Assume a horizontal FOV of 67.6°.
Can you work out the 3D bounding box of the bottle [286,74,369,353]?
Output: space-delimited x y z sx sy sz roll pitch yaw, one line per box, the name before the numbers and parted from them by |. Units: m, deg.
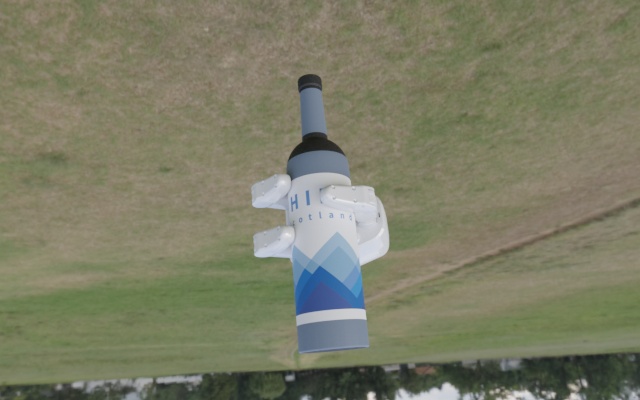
bottle | 0.000 0.002 0.495 0.069 0.295 0.069 -5 -19 -2
